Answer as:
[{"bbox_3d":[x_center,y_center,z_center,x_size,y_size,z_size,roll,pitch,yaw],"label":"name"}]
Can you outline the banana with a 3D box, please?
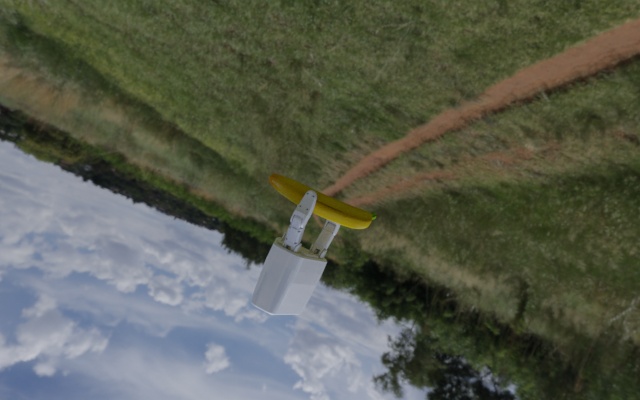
[{"bbox_3d":[0.006,0.007,0.787,0.198,0.037,0.069,23,6,-10],"label":"banana"}]
